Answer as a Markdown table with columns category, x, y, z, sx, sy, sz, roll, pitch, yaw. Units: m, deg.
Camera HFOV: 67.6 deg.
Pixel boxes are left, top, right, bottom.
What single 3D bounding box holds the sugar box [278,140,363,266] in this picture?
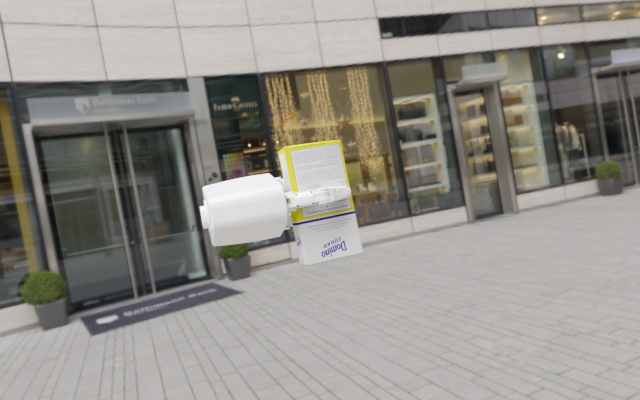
| category | x | y | z | sx | sy | sz | roll | pitch | yaw |
| --- | --- | --- | --- | --- | --- | --- | --- | --- | --- |
| sugar box | 0.000 | 0.002 | 0.717 | 0.093 | 0.176 | 0.048 | -10 | 1 | -19 |
